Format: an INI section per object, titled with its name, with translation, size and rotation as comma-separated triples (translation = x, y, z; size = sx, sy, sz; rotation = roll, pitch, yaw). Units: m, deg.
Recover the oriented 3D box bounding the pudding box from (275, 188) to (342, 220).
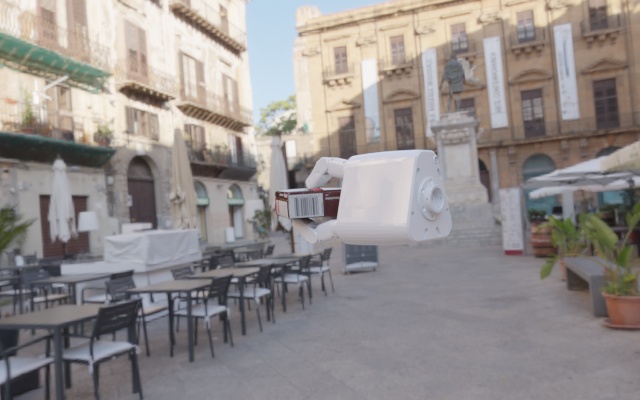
[pudding box]
translation = 0.000, 0.002, 0.662
size = 0.113, 0.039, 0.090
rotation = -2, 2, -16
